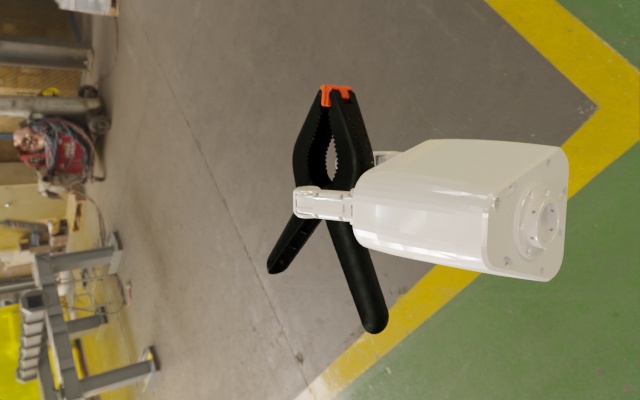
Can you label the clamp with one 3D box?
[{"bbox_3d":[0.000,0.001,0.445,0.036,0.210,0.164,-7,10,-41],"label":"clamp"}]
